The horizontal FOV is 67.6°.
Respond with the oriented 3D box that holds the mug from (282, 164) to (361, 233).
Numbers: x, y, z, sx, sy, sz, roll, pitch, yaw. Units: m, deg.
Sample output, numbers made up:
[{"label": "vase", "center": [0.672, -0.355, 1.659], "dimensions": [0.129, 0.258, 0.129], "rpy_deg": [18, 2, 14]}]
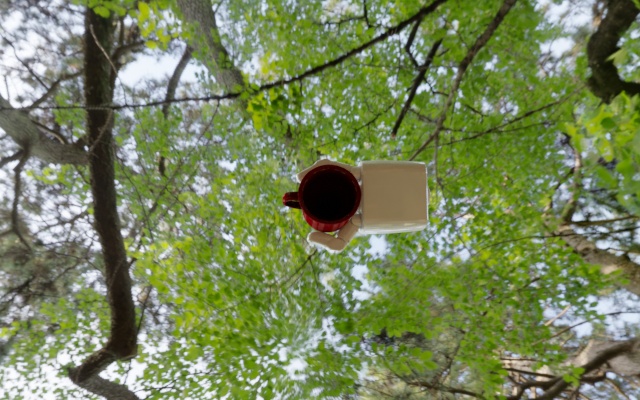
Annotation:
[{"label": "mug", "center": [-0.001, 0.003, 0.735], "dimensions": [0.117, 0.093, 0.081], "rpy_deg": [-1, -17, -3]}]
